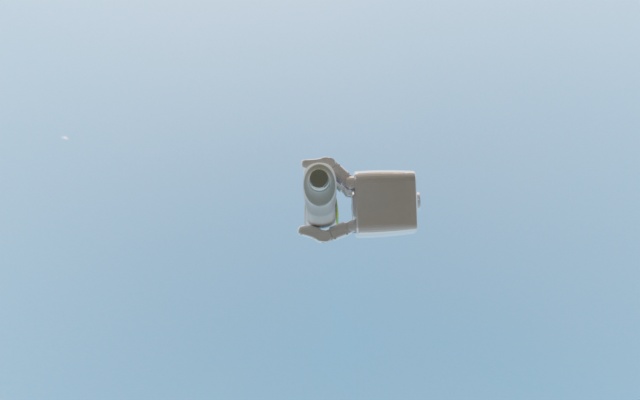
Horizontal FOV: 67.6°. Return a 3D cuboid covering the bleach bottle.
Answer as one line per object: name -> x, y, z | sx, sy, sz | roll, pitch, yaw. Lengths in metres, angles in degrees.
bleach bottle -> 0.000, 0.003, 0.824 | 0.068, 0.102, 0.251 | -2, -12, 0
